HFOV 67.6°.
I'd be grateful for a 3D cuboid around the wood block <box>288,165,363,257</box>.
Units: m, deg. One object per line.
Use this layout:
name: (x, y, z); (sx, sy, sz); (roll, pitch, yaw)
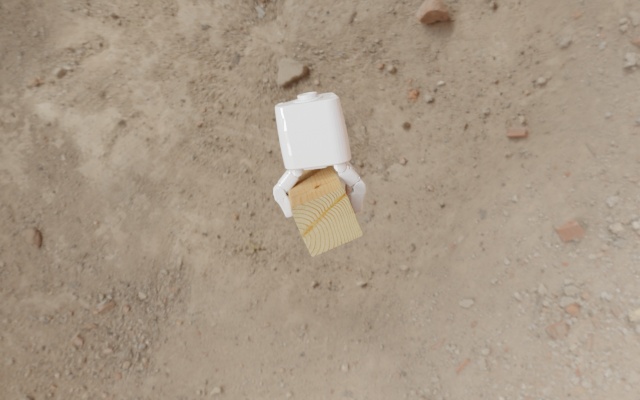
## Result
wood block: (0.000, 0.003, 0.832); (0.091, 0.090, 0.206); (-23, 19, 2)
